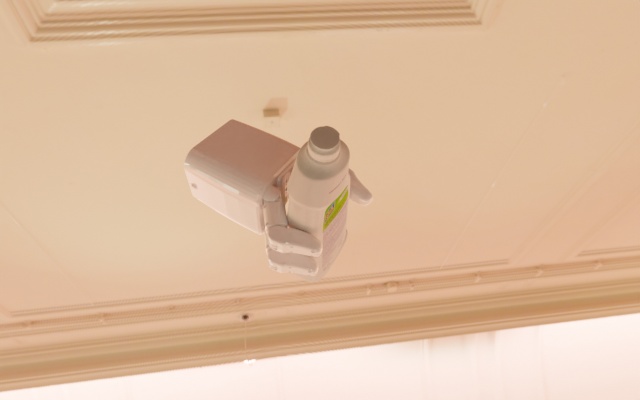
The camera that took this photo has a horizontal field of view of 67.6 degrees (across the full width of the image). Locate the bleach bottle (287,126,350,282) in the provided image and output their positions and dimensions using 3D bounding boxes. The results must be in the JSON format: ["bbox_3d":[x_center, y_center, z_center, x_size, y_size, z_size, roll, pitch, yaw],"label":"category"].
[{"bbox_3d":[0.000,0.002,0.552,0.068,0.102,0.251,26,-31,11],"label":"bleach bottle"}]
